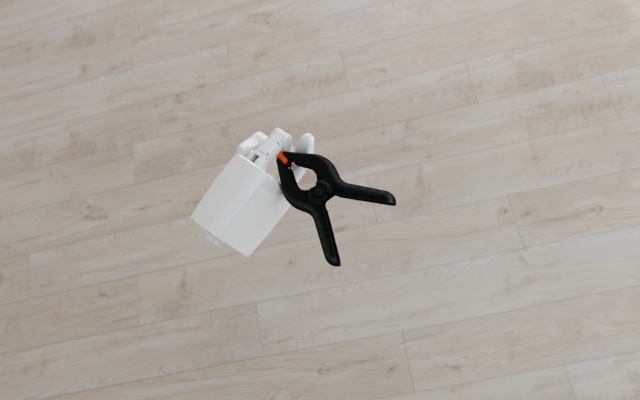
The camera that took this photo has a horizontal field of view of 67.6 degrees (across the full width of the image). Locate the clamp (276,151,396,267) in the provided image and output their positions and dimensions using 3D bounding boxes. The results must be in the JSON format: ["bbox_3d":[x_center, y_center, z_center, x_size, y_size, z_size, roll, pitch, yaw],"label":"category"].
[{"bbox_3d":[0.000,0.002,0.634,0.171,0.120,0.039,34,-7,18],"label":"clamp"}]
